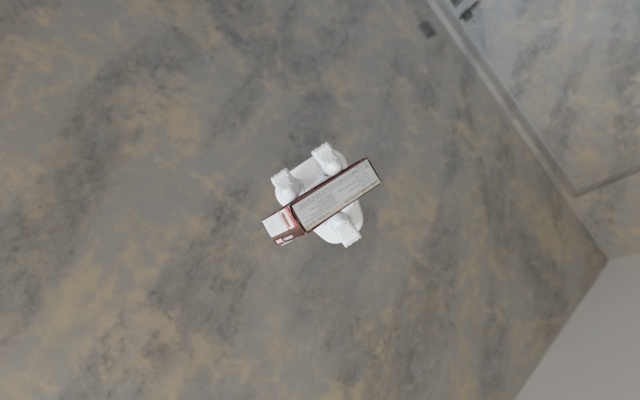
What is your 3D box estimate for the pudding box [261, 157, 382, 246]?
[{"bbox_3d":[0.000,0.002,0.526,0.113,0.039,0.090,-35,2,-28],"label":"pudding box"}]
